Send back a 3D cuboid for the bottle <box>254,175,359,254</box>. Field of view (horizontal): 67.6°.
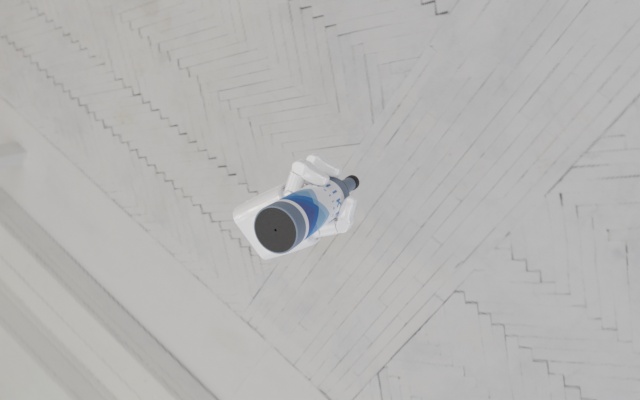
[{"bbox_3d":[0.000,0.003,0.753,0.069,0.069,0.295,0,14,25],"label":"bottle"}]
